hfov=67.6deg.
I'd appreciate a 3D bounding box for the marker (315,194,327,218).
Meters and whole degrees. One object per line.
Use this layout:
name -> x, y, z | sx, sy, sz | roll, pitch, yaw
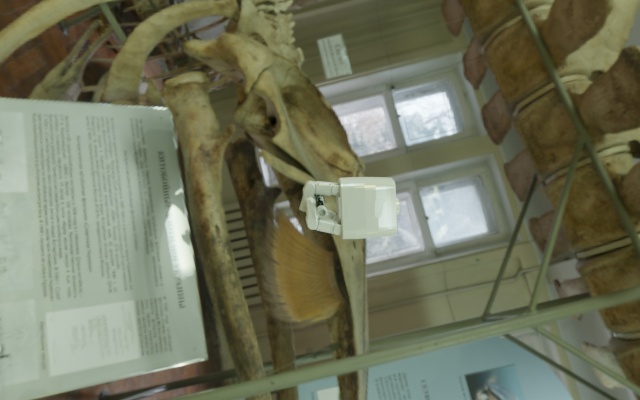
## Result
marker -> 0.000, 0.003, 0.895 | 0.020, 0.020, 0.121 | 0, 18, -2
